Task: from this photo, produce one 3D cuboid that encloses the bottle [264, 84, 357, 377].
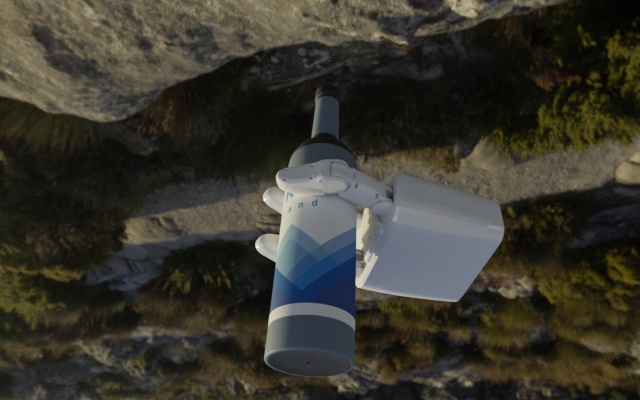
[{"bbox_3d":[0.000,0.002,0.436,0.069,0.295,0.069,3,-36,2],"label":"bottle"}]
